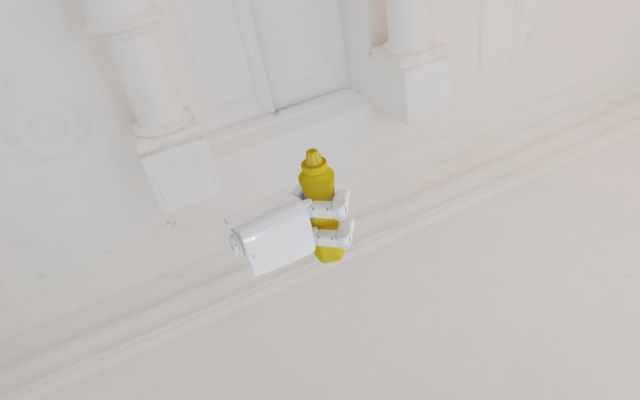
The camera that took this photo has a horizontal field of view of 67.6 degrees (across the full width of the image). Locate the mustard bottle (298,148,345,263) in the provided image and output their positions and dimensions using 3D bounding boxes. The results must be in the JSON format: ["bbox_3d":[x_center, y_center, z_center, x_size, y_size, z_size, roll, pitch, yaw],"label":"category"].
[{"bbox_3d":[0.000,0.003,0.775,0.058,0.192,0.096,-10,35,2],"label":"mustard bottle"}]
